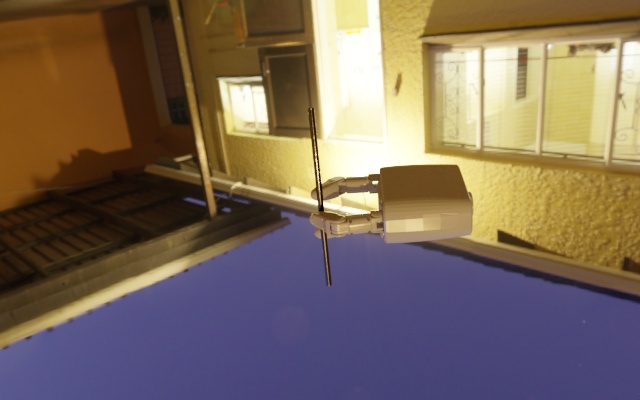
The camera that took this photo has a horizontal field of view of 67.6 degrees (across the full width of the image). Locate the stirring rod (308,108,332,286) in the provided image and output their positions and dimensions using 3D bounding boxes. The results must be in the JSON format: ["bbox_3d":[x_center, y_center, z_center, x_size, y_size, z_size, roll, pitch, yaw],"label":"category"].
[{"bbox_3d":[0.000,0.002,0.616,0.011,0.240,0.011,-5,19,2],"label":"stirring rod"}]
